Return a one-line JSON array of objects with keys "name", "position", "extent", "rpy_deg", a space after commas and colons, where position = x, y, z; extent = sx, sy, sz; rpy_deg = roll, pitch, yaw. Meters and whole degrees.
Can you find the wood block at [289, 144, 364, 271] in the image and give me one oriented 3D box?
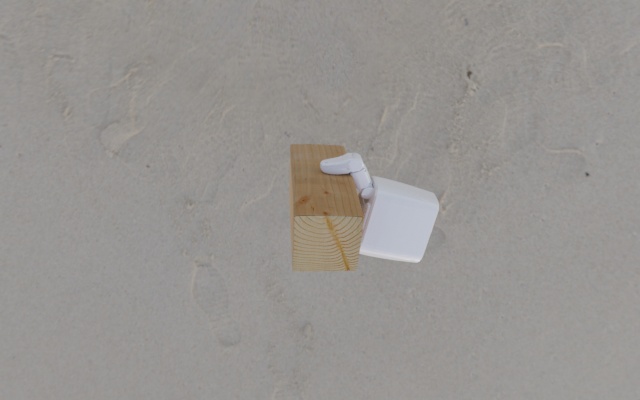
[{"name": "wood block", "position": [0.001, 0.002, 0.700], "extent": [0.090, 0.091, 0.206], "rpy_deg": [1, 32, -6]}]
